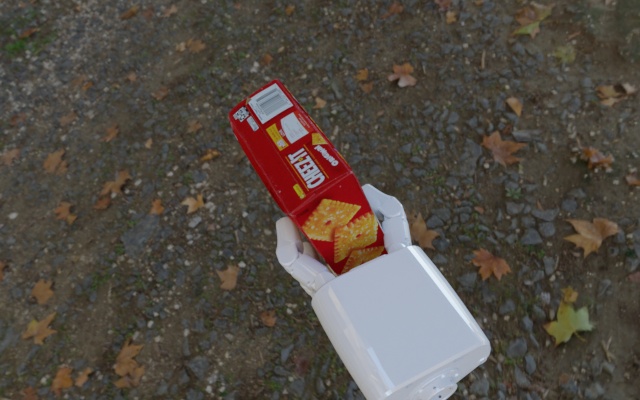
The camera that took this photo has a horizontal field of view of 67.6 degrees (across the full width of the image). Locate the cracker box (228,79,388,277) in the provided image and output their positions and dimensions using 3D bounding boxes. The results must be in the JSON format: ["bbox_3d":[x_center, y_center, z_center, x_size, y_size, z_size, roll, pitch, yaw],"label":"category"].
[{"bbox_3d":[0.000,0.001,0.508,0.072,0.164,0.214,-34,-39,-2],"label":"cracker box"}]
